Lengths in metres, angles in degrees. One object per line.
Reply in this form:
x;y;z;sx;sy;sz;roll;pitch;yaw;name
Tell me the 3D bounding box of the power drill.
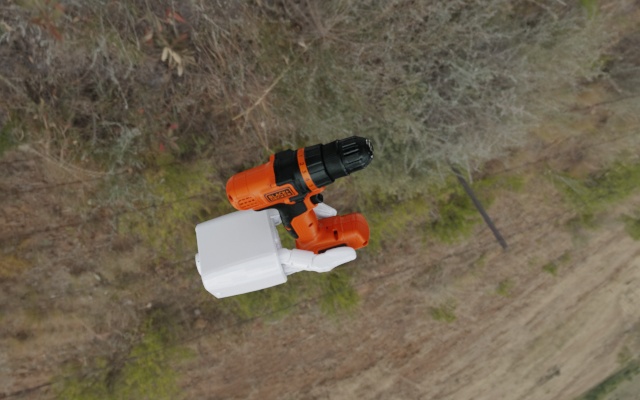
0.000;0.002;0.616;0.184;0.057;0.188;-16;-40;16;power drill
